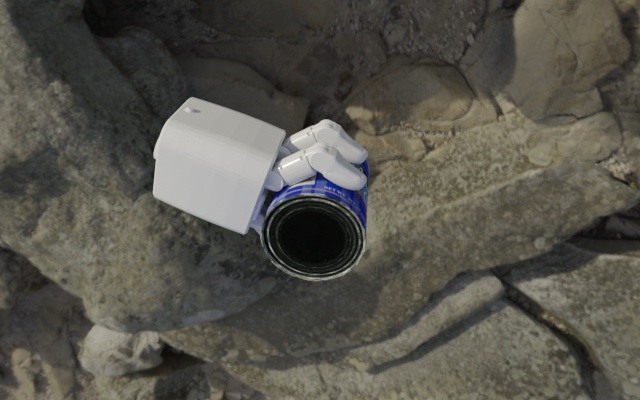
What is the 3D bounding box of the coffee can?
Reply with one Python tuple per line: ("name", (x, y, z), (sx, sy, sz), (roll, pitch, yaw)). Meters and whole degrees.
("coffee can", (0.000, 0.002, 0.513), (0.103, 0.103, 0.140), (0, 31, 7))
